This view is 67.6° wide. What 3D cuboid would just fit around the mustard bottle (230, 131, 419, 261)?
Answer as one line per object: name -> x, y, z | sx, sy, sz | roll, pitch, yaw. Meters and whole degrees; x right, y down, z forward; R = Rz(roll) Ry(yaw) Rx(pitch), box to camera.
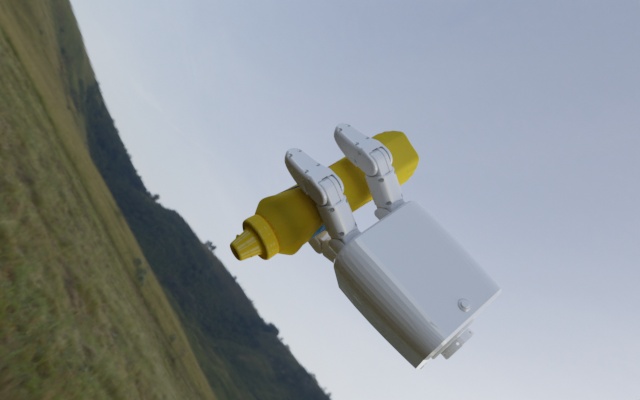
mustard bottle -> 0.000, 0.001, 0.452 | 0.191, 0.058, 0.096 | -31, 0, -27
